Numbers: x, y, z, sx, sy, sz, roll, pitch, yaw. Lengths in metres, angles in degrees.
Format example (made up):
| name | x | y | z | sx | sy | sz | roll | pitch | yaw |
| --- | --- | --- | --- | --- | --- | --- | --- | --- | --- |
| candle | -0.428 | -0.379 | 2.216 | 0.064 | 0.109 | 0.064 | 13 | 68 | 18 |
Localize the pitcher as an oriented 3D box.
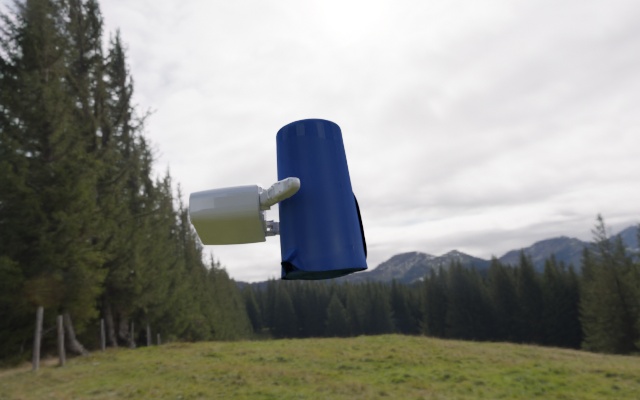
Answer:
| name | x | y | z | sx | sy | sz | roll | pitch | yaw |
| --- | --- | --- | --- | --- | --- | --- | --- | --- | --- |
| pitcher | 0.000 | 0.002 | 0.755 | 0.145 | 0.242 | 0.149 | -6 | -13 | -3 |
